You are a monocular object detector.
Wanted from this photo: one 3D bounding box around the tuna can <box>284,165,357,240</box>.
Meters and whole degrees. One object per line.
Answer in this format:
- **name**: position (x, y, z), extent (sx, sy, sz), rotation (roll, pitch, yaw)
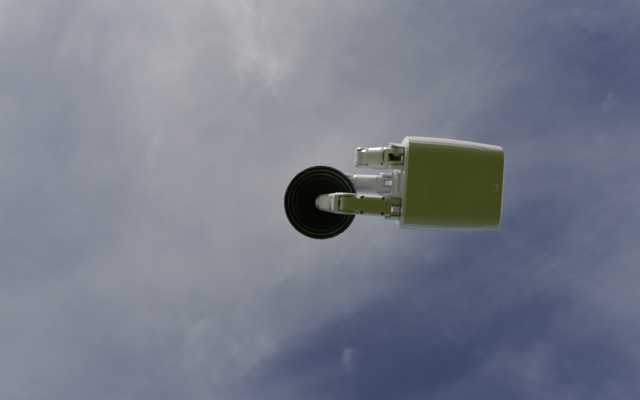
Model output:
- **tuna can**: position (0.000, 0.002, 0.567), extent (0.086, 0.086, 0.034), rotation (0, 2, -2)
